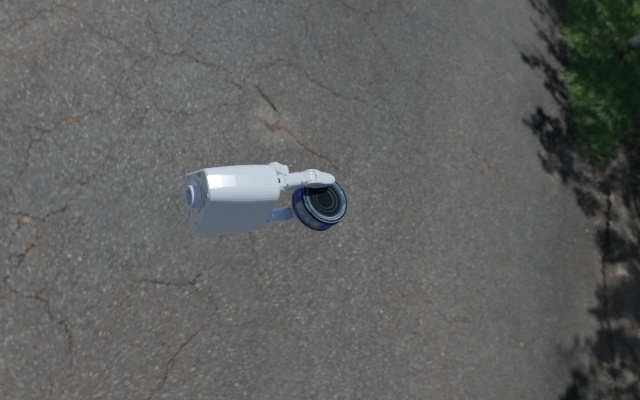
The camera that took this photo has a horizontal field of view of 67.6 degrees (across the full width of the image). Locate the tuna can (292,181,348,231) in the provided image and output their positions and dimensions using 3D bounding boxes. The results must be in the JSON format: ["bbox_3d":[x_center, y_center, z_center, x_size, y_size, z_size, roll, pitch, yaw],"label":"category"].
[{"bbox_3d":[0.000,0.002,0.750,0.086,0.086,0.034,0,-23,-35],"label":"tuna can"}]
